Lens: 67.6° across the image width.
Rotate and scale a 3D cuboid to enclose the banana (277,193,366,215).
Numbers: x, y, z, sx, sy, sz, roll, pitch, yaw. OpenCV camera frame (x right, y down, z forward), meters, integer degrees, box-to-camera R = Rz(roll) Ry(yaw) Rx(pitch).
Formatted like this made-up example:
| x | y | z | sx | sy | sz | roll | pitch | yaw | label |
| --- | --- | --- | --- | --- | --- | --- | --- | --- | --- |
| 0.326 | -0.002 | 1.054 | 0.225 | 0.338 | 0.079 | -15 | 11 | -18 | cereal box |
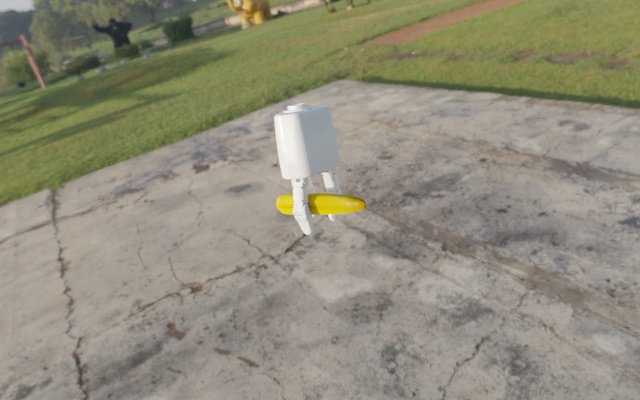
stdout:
| x | y | z | sx | sy | sz | roll | pitch | yaw | label |
| --- | --- | --- | --- | --- | --- | --- | --- | --- | --- |
| -0.015 | 0.005 | 0.832 | 0.198 | 0.037 | 0.069 | 0 | 6 | 44 | banana |
